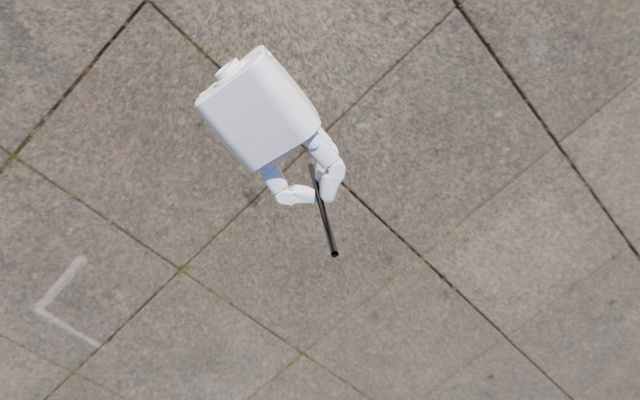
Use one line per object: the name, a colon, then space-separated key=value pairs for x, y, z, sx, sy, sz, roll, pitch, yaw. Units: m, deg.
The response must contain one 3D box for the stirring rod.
stirring rod: x=0.000 y=0.002 z=0.594 sx=0.011 sy=0.011 sz=0.239 roll=0 pitch=26 yaw=-8
